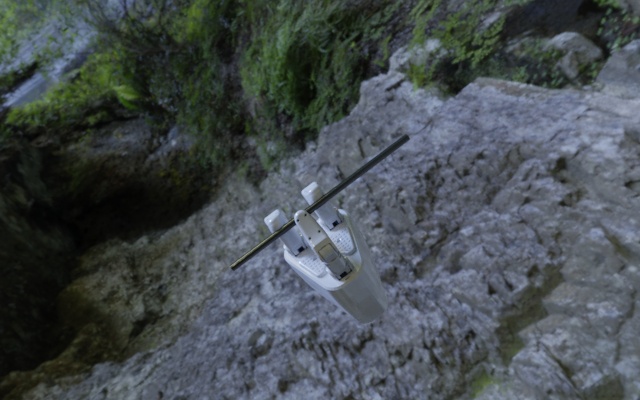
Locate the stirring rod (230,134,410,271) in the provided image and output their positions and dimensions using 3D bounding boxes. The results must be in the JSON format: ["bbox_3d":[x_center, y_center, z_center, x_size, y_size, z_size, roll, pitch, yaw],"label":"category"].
[{"bbox_3d":[0.000,0.002,0.523,0.239,0.011,0.011,-37,2,-2],"label":"stirring rod"}]
